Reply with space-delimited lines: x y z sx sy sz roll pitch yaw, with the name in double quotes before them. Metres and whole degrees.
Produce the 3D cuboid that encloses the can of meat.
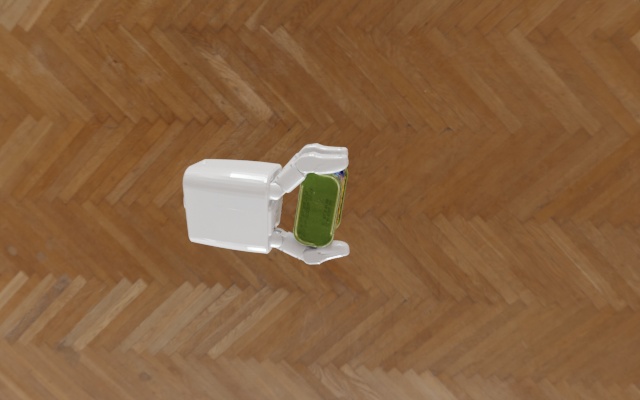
"can of meat" 0.000 0.002 0.620 0.057 0.102 0.084 10 15 4
